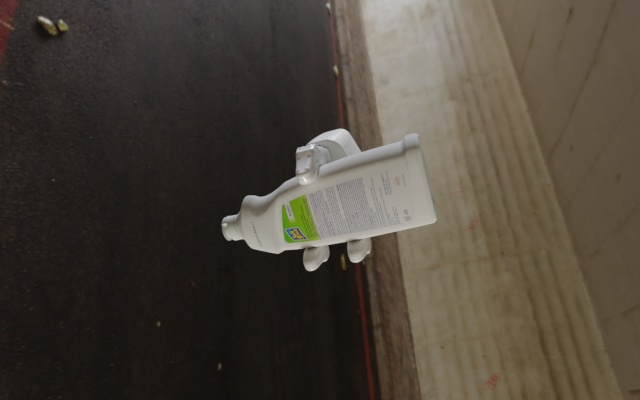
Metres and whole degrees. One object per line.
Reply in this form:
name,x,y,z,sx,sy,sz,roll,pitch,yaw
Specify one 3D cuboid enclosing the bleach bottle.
bleach bottle,0.000,0.002,0.555,0.251,0.102,0.068,-12,15,16
